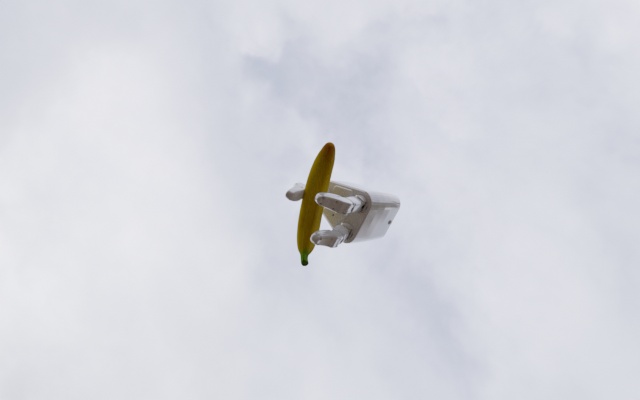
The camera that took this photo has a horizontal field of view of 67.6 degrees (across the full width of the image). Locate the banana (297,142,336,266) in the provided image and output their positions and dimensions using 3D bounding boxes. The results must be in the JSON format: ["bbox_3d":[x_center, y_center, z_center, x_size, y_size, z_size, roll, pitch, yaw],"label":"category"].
[{"bbox_3d":[-0.007,0.004,0.773,0.037,0.198,0.069,10,1,-22],"label":"banana"}]
